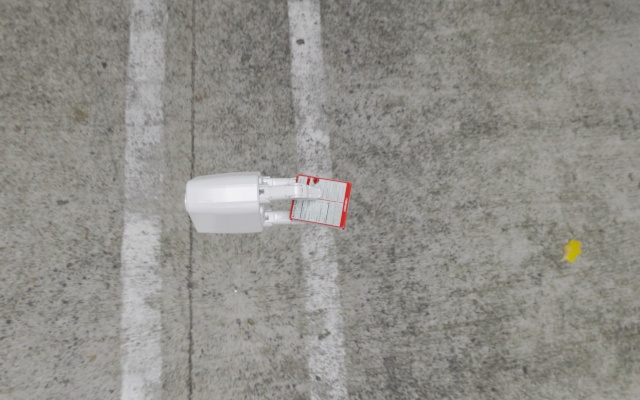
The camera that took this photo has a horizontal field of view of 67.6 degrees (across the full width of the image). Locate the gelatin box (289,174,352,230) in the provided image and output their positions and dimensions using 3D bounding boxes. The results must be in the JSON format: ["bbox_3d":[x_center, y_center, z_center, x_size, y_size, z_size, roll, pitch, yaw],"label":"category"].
[{"bbox_3d":[0.000,0.002,0.752,0.089,0.073,0.030,9,-9,4],"label":"gelatin box"}]
